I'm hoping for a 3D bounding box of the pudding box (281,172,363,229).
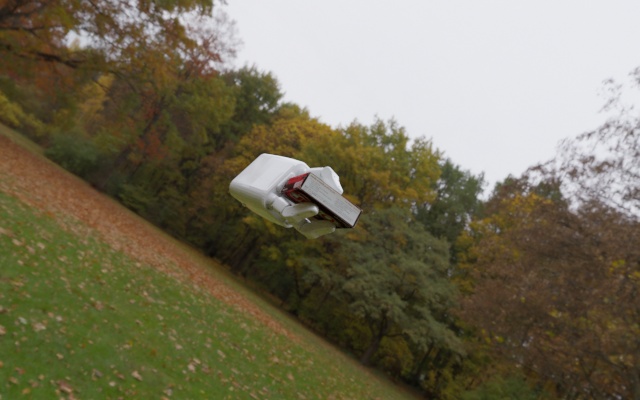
[{"bbox_3d":[0.000,0.002,0.777,0.113,0.039,0.090,34,-15,-18],"label":"pudding box"}]
